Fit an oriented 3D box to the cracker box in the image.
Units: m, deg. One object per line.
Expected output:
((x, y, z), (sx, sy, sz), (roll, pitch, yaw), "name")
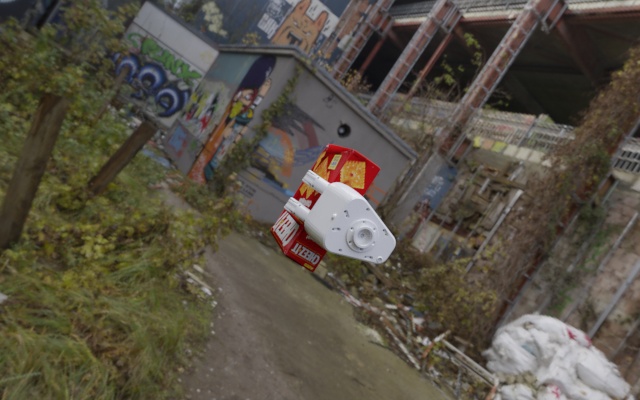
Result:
((0.000, 0.003, 0.876), (0.072, 0.213, 0.164), (34, 1, -18), "cracker box")
